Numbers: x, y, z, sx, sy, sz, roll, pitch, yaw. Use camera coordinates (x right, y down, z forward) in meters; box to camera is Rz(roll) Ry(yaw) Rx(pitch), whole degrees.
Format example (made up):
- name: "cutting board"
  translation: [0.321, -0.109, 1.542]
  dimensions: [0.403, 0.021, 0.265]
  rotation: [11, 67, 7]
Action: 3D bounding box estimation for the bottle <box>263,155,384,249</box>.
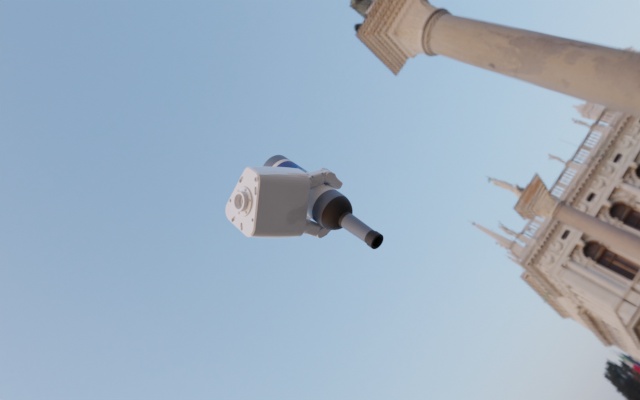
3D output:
- name: "bottle"
  translation: [0.000, 0.003, 0.853]
  dimensions: [0.069, 0.069, 0.295]
  rotation: [0, 25, -43]
